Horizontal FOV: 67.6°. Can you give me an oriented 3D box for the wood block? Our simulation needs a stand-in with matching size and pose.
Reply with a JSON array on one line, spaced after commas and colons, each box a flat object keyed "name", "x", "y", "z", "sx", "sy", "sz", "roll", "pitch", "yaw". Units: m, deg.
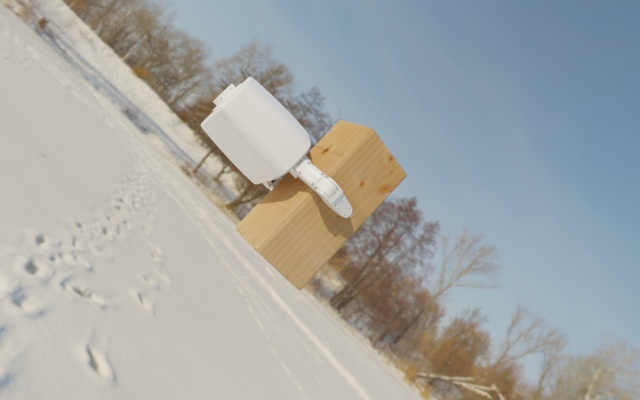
[{"name": "wood block", "x": 0.000, "y": 0.002, "z": 0.629, "sx": 0.090, "sy": 0.206, "sz": 0.090, "roll": 48, "pitch": -9, "yaw": -30}]
